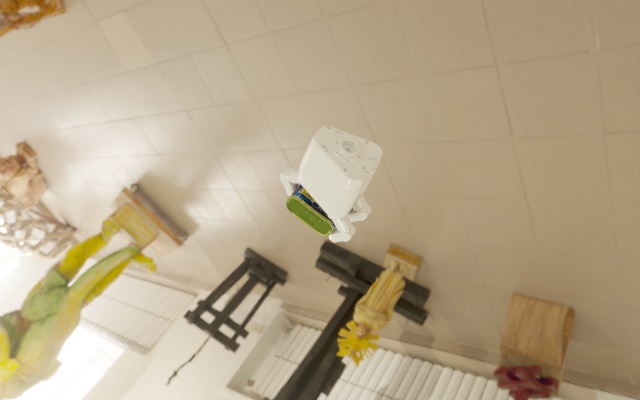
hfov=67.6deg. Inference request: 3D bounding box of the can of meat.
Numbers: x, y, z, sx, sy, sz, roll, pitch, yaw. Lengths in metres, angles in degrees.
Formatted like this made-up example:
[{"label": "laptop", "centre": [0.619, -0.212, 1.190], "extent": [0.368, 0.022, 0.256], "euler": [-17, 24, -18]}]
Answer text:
[{"label": "can of meat", "centre": [0.000, 0.003, 0.849], "extent": [0.102, 0.084, 0.057], "euler": [37, -35, 2]}]
